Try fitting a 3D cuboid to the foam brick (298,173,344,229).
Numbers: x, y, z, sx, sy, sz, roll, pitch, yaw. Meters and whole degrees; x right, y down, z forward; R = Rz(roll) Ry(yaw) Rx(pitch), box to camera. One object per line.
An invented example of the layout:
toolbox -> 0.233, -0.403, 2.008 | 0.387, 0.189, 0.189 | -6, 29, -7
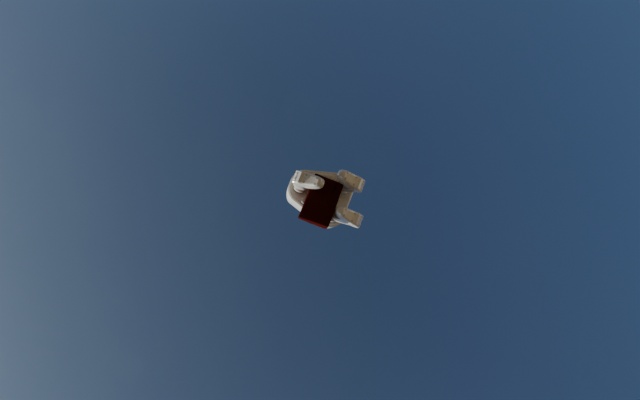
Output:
foam brick -> 0.000, 0.003, 0.795 | 0.053, 0.078, 0.051 | 22, -9, -2
